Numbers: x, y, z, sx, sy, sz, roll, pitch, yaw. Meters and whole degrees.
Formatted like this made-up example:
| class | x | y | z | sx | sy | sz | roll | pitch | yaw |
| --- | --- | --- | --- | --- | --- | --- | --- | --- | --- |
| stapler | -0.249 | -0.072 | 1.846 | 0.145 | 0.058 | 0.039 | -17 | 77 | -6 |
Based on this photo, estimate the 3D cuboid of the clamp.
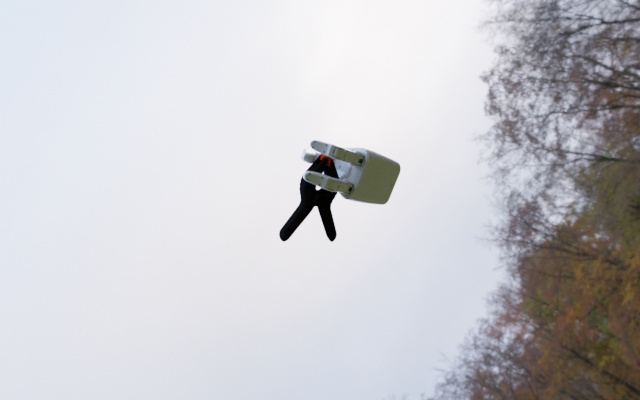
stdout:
| class | x | y | z | sx | sy | sz | roll | pitch | yaw |
| --- | --- | --- | --- | --- | --- | --- | --- | --- | --- |
| clamp | 0.000 | 0.002 | 0.873 | 0.120 | 0.171 | 0.039 | 12 | 14 | -42 |
